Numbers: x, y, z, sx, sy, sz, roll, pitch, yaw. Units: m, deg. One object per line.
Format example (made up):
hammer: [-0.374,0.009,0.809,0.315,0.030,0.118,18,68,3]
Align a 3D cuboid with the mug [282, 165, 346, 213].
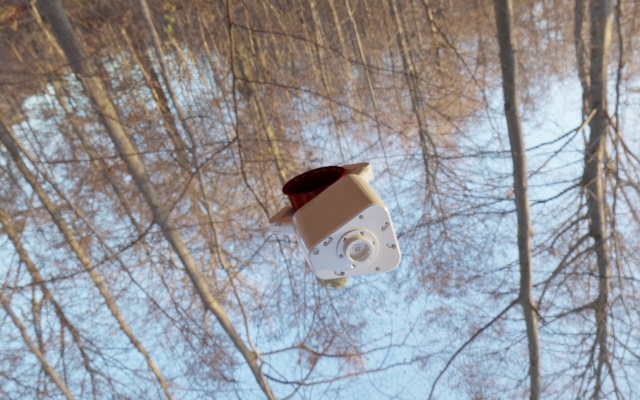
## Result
mug: [0.000,0.002,0.692,0.093,0.081,0.117,-20,22,-3]
